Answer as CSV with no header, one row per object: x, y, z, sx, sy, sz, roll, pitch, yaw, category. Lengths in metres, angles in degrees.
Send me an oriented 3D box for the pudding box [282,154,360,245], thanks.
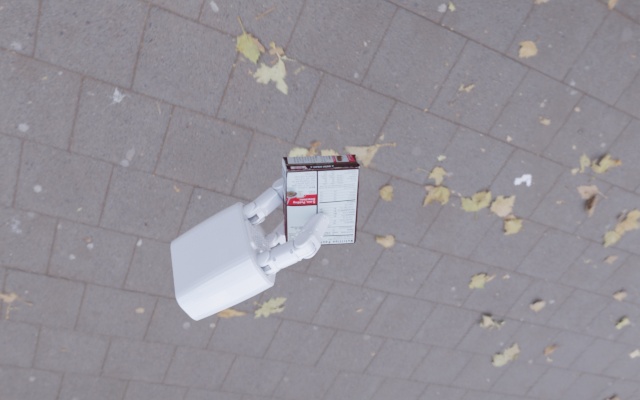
0.000,0.002,0.584,0.090,0.114,0.039,-3,32,-8,pudding box
